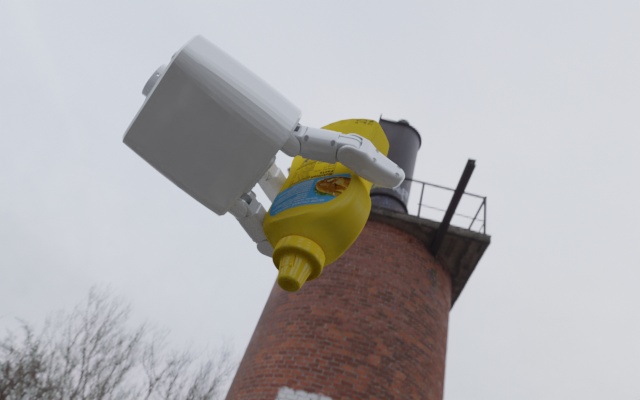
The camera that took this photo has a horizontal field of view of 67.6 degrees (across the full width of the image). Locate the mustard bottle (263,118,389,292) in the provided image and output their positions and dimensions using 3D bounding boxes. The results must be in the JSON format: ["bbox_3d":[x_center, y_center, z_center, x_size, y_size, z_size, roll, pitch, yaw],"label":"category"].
[{"bbox_3d":[0.000,0.001,0.424,0.096,0.058,0.191,-13,34,28],"label":"mustard bottle"}]
